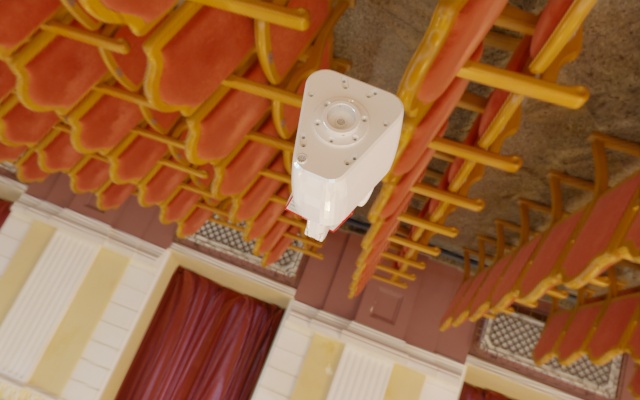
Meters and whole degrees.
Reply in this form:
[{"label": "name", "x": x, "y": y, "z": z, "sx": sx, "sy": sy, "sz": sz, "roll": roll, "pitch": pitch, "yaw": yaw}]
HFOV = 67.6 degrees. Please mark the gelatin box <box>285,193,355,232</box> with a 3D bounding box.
[{"label": "gelatin box", "x": 0.000, "y": 0.002, "z": 0.595, "sx": 0.073, "sy": 0.030, "sz": 0.089, "roll": 25, "pitch": -23, "yaw": -5}]
